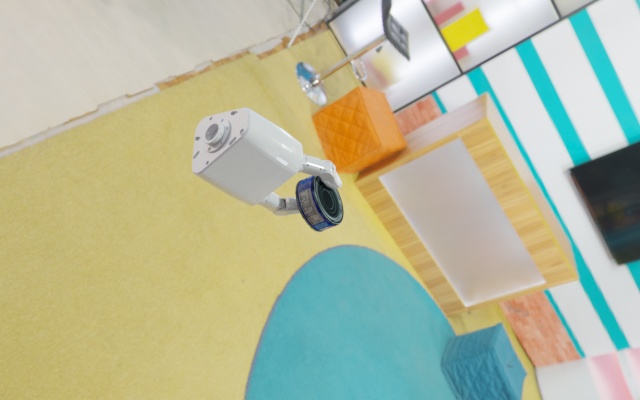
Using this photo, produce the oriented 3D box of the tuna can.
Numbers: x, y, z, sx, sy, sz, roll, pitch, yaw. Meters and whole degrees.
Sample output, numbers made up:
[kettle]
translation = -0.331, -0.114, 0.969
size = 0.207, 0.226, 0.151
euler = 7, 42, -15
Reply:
[tuna can]
translation = 0.001, 0.002, 0.722
size = 0.034, 0.086, 0.086
euler = -22, -10, 26
